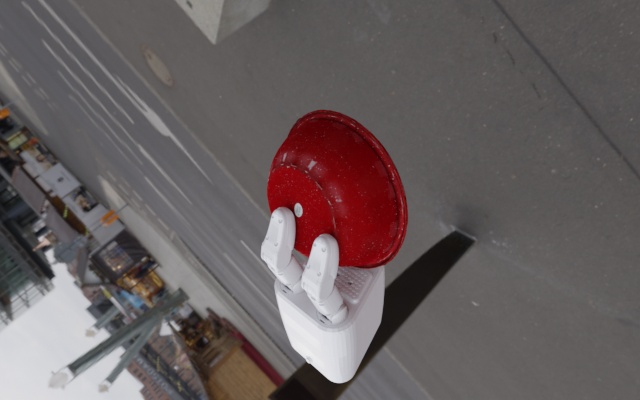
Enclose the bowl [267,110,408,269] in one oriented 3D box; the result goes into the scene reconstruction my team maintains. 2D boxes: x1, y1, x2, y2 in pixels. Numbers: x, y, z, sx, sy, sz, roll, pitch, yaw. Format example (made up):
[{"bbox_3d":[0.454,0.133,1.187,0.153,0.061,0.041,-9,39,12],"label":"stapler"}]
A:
[{"bbox_3d":[0.000,0.000,0.442,0.055,0.162,0.162,-27,17,-37],"label":"bowl"}]
